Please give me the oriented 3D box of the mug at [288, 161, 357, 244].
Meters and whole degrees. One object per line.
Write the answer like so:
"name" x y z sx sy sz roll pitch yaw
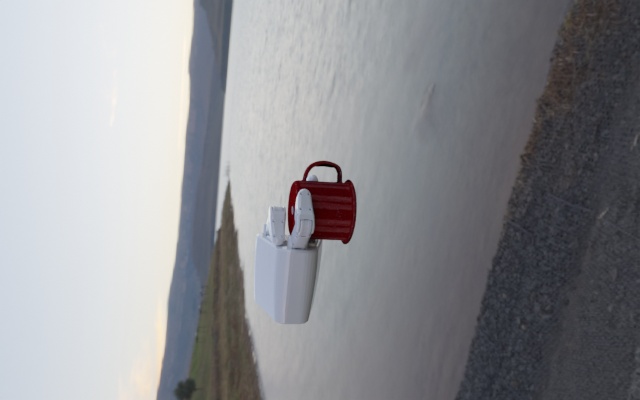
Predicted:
"mug" 0.000 0.001 0.673 0.081 0.117 0.093 3 7 -13
